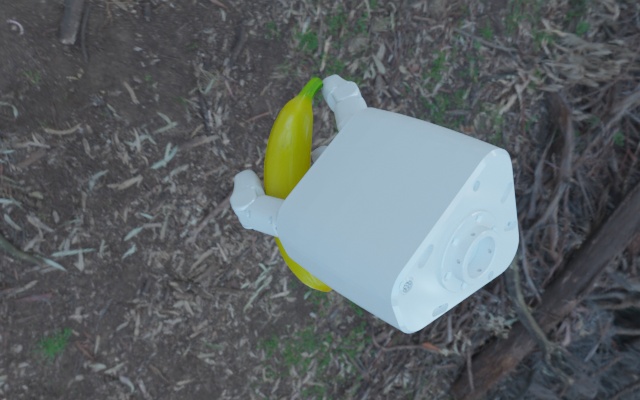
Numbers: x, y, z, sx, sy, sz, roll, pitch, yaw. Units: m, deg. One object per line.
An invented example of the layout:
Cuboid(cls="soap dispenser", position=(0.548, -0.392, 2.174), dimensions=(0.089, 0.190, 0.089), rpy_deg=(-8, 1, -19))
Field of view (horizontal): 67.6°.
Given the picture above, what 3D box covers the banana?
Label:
Cuboid(cls="banana", position=(-0.014, 0.004, 0.398), dimensions=(0.069, 0.198, 0.037), rpy_deg=(-20, 29, -35))
